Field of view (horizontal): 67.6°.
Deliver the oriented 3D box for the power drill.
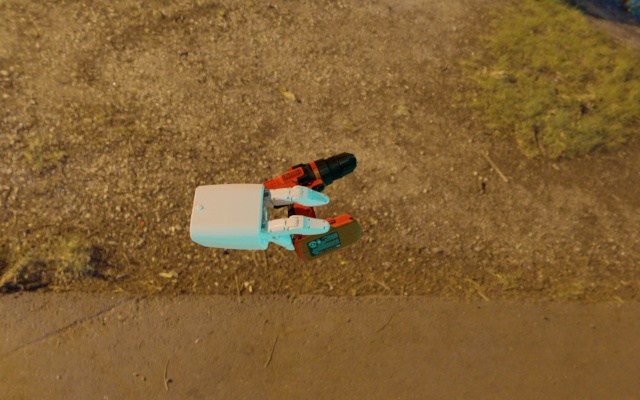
[{"bbox_3d":[0.000,0.003,0.800,0.184,0.057,0.187,-23,42,-3],"label":"power drill"}]
